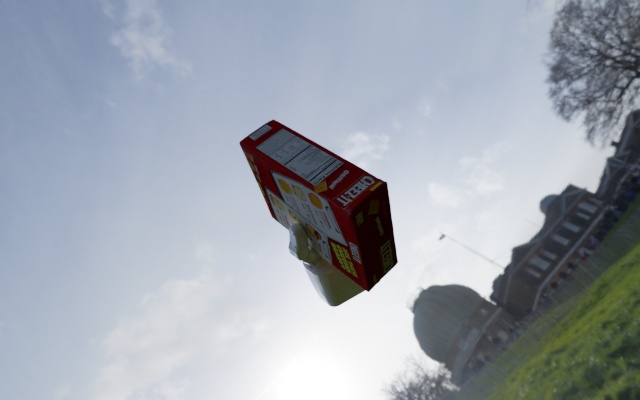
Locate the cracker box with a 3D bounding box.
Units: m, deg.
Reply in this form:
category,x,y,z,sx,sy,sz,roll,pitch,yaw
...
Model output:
category,x,y,z,sx,sy,sz,roll,pitch,yaw
cracker box,0.000,0.002,0.646,0.072,0.164,0.213,-41,51,-21
